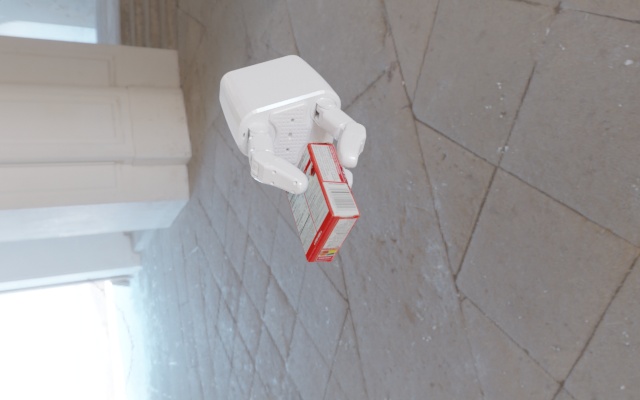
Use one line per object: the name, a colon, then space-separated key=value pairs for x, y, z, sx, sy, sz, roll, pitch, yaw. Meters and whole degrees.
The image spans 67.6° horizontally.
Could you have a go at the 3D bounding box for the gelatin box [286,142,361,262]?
gelatin box: x=0.000 y=0.002 z=0.447 sx=0.030 sy=0.089 sz=0.073 roll=0 pitch=-39 yaw=-25
